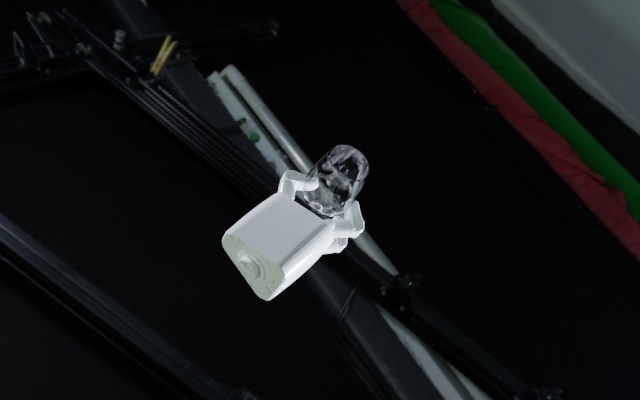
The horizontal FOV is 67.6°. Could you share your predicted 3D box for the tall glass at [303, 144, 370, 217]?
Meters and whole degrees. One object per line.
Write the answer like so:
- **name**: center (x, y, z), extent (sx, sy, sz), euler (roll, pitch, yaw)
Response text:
- **tall glass**: center (0.000, 0.003, 0.708), extent (0.079, 0.079, 0.201), euler (0, -33, -28)
